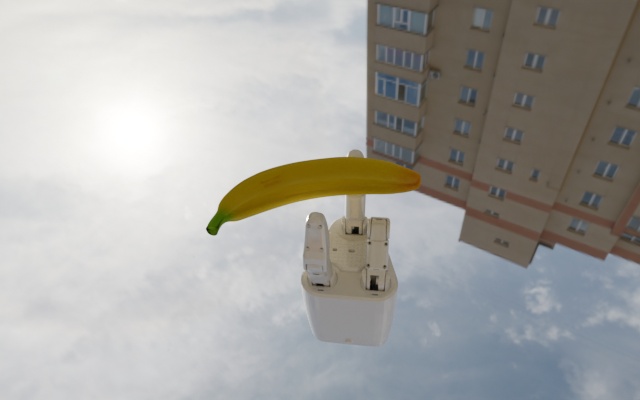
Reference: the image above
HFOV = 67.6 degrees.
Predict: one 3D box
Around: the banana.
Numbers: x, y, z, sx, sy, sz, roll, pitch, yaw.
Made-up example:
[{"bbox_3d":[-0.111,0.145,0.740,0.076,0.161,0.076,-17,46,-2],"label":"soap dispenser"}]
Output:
[{"bbox_3d":[-0.009,-0.010,0.445,0.198,0.037,0.069,-14,46,-10],"label":"banana"}]
